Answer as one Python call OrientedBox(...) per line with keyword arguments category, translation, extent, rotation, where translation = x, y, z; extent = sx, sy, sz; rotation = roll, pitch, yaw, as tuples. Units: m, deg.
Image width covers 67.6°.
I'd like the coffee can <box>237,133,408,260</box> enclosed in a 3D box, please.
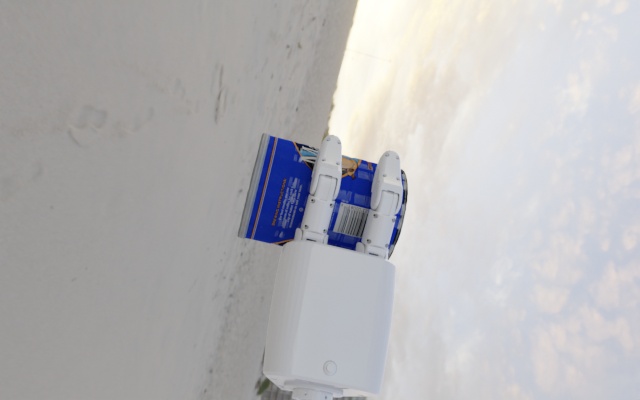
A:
OrientedBox(category="coffee can", translation=(0.000, 0.001, 0.465), extent=(0.140, 0.103, 0.103), rotation=(14, -2, -8))
